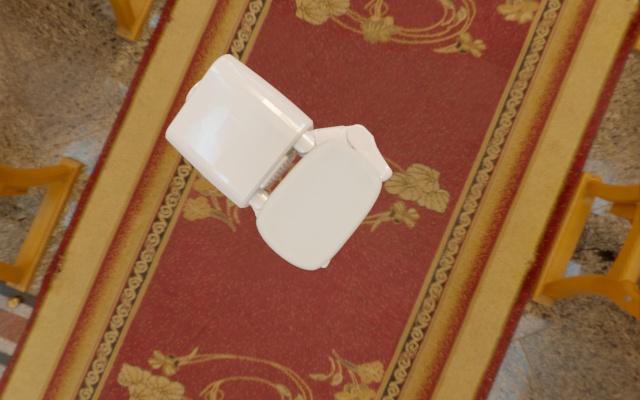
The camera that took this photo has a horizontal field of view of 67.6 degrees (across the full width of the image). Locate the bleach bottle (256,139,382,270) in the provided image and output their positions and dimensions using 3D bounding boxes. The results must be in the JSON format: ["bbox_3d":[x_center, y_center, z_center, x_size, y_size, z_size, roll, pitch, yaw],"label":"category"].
[{"bbox_3d":[0.000,0.002,0.482,0.068,0.102,0.251,40,0,0],"label":"bleach bottle"}]
